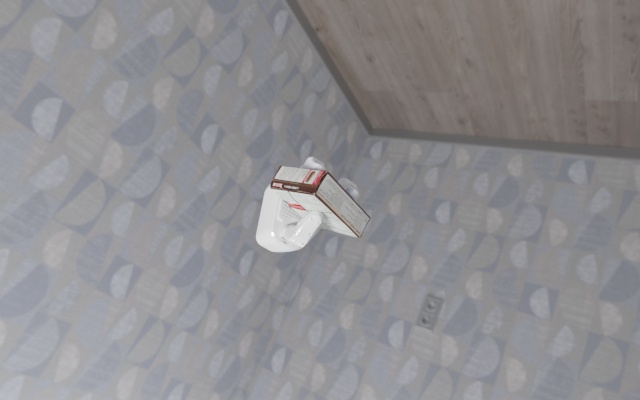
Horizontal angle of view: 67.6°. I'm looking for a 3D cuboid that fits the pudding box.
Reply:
[{"bbox_3d":[0.000,0.002,0.631,0.090,0.039,0.113,9,-25,44],"label":"pudding box"}]
